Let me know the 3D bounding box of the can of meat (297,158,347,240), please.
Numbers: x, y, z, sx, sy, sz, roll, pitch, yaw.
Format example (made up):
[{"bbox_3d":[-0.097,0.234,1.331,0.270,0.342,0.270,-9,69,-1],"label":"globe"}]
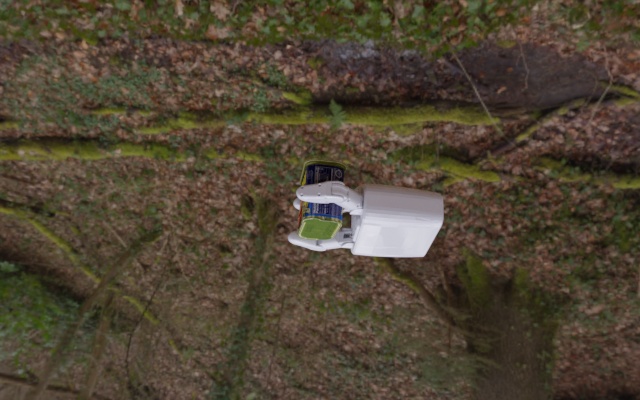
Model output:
[{"bbox_3d":[0.000,0.002,0.652,0.057,0.084,0.102,6,-20,-7],"label":"can of meat"}]
